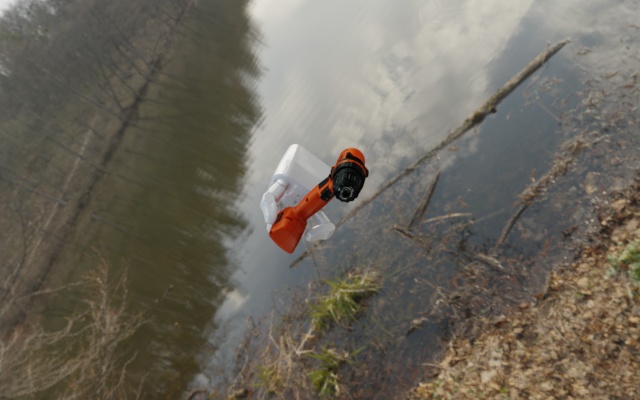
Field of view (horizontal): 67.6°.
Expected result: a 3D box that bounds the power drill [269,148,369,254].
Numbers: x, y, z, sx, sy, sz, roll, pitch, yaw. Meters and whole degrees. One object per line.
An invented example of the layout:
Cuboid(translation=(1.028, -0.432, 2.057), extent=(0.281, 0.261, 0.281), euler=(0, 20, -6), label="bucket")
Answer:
Cuboid(translation=(0.000, 0.003, 0.775), extent=(0.188, 0.057, 0.184), euler=(-42, 9, 19), label="power drill")
